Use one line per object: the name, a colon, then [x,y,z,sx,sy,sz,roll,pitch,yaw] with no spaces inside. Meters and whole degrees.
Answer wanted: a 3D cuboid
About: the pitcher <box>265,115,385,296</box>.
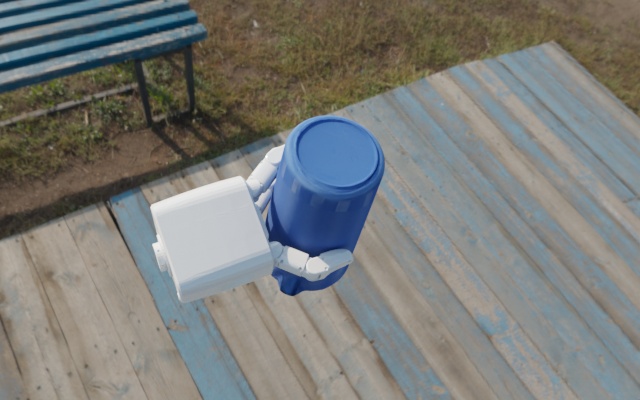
pitcher: [0.000,0.002,0.597,0.145,0.149,0.243,-17,-26,-20]
